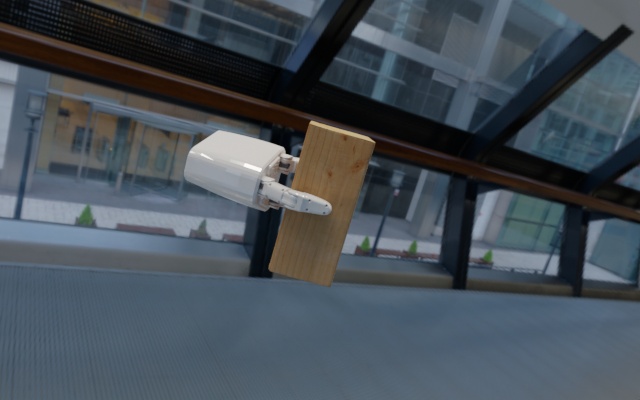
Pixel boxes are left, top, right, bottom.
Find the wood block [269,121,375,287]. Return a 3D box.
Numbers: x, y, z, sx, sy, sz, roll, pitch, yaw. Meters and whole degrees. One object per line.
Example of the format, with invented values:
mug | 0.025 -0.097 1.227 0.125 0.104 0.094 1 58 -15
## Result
wood block | 0.000 0.002 0.670 0.090 0.206 0.091 16 12 -3
